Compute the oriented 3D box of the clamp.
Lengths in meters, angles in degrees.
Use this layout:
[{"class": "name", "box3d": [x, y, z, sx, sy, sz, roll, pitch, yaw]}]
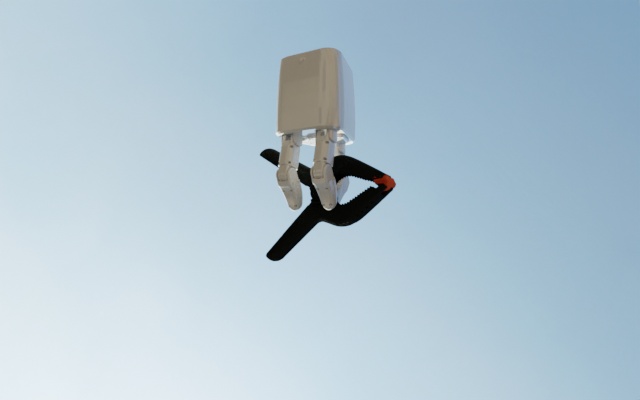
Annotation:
[{"class": "clamp", "box3d": [0.001, 0.002, 0.648, 0.210, 0.164, 0.036, -2, -5, 33]}]
